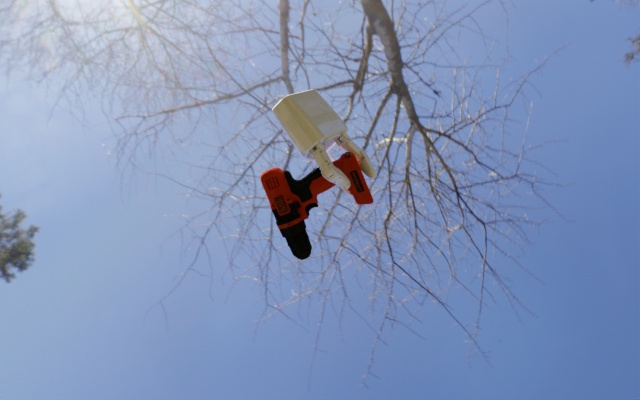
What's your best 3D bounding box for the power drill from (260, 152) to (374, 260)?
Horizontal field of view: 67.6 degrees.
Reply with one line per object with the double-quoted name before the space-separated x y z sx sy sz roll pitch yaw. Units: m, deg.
"power drill" 0.000 0.003 0.895 0.187 0.184 0.057 -21 11 4
